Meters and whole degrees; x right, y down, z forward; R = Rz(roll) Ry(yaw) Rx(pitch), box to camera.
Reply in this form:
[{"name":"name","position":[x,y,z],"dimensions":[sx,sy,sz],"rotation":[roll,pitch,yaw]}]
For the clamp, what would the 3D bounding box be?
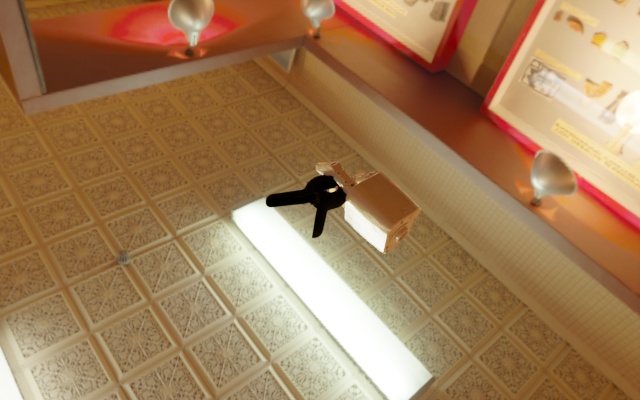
[{"name":"clamp","position":[0.000,0.003,0.863],"dimensions":[0.171,0.039,0.120],"rotation":[-28,61,-34]}]
